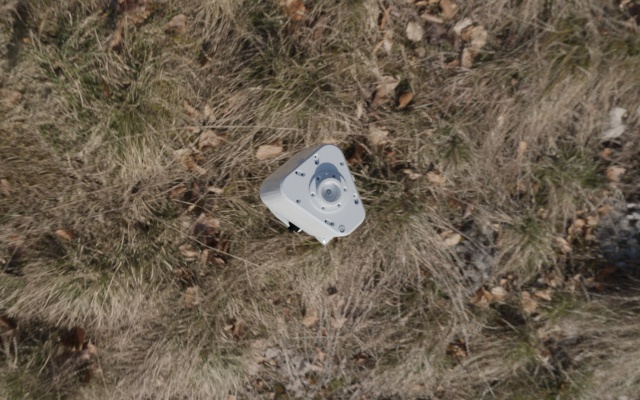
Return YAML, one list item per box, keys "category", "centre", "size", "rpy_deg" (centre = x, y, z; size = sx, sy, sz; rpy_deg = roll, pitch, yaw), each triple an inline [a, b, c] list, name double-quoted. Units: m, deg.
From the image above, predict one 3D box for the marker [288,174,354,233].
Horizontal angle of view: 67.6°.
- category: "marker"
  centre: [0.000, 0.002, 0.680]
  size: [0.121, 0.020, 0.020]
  rpy_deg: [-42, 13, -15]
